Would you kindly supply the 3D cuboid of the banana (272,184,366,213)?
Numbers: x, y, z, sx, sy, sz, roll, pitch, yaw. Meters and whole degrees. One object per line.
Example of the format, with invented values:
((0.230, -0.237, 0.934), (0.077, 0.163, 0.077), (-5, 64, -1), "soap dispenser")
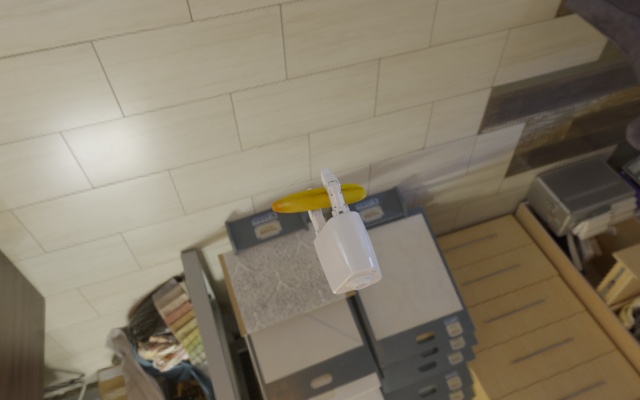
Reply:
((0.012, -0.003, 0.864), (0.198, 0.037, 0.070), (-8, -14, -32), "banana")
